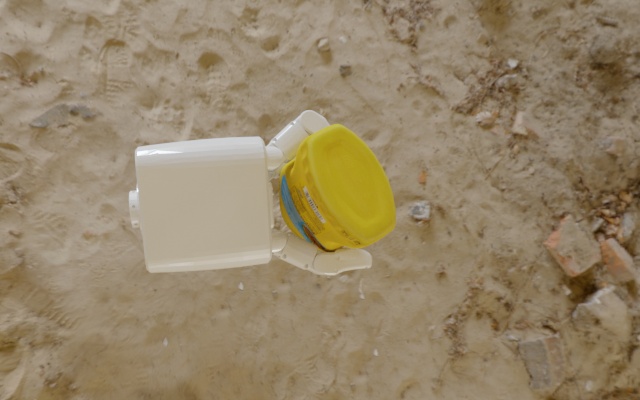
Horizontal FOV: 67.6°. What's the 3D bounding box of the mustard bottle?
[{"bbox_3d":[0.000,0.001,0.447,0.058,0.096,0.191,-31,0,-18],"label":"mustard bottle"}]
